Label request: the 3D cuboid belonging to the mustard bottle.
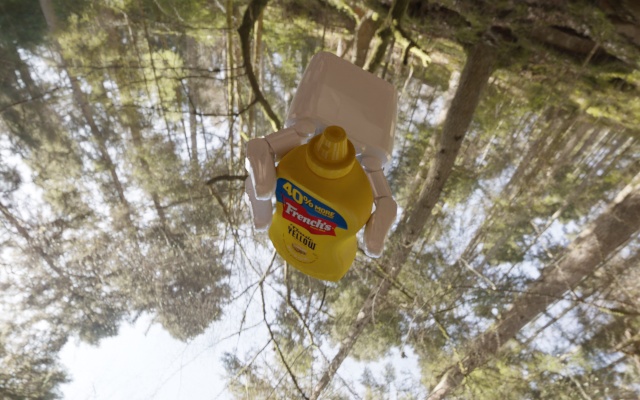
[{"bbox_3d":[0.000,0.002,0.448,0.096,0.058,0.192,34,-33,14],"label":"mustard bottle"}]
